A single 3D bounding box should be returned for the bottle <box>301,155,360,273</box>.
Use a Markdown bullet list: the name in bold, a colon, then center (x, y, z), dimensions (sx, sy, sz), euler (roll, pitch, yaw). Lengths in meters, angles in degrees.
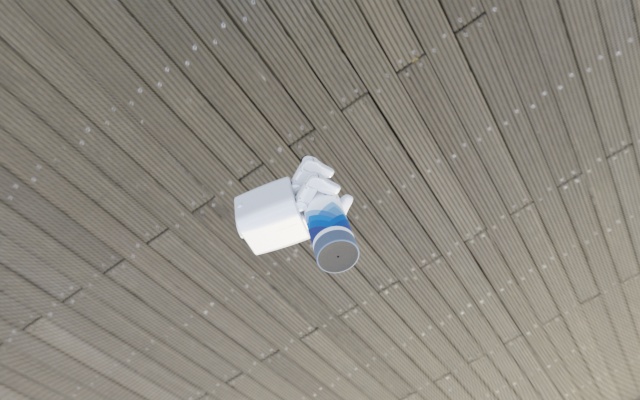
- **bottle**: center (0.000, 0.003, 0.834), dimensions (0.069, 0.069, 0.295), euler (0, 34, -13)
